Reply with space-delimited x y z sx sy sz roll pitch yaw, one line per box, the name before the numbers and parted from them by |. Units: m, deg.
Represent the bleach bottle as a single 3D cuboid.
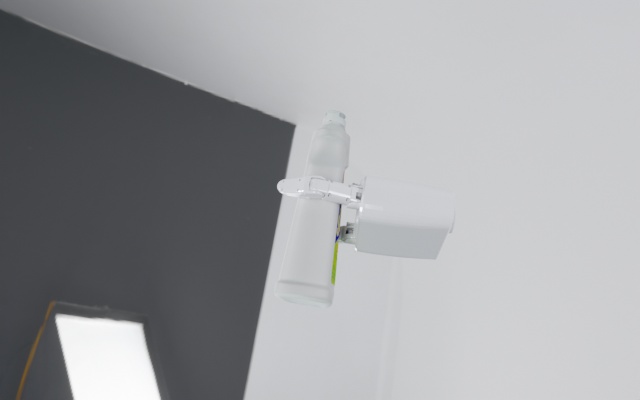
bleach bottle | 0.000 0.002 0.597 0.068 0.250 0.102 8 -16 5
